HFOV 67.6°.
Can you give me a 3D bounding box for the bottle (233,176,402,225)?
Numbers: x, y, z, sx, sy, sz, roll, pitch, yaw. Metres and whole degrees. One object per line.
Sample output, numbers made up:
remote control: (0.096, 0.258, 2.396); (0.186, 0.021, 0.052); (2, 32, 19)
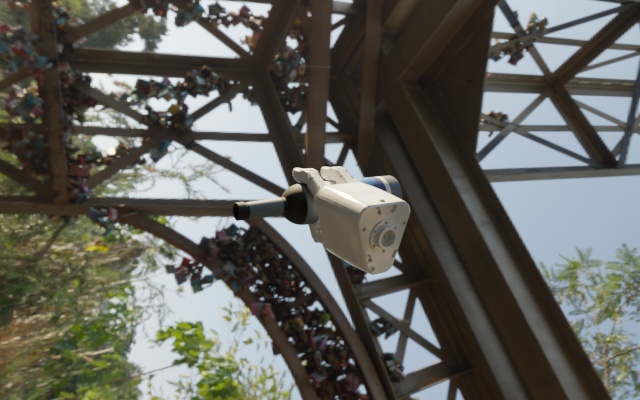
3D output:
bottle: (0.000, 0.003, 0.781); (0.295, 0.069, 0.069); (-6, 3, -31)
